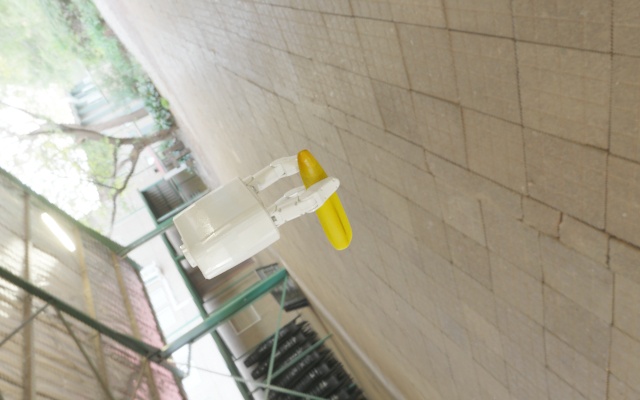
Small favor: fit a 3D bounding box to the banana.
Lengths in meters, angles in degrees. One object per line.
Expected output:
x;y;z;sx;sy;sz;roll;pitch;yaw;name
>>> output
0.010;0.015;0.675;0.037;0.198;0.069;-32;48;-9;banana
